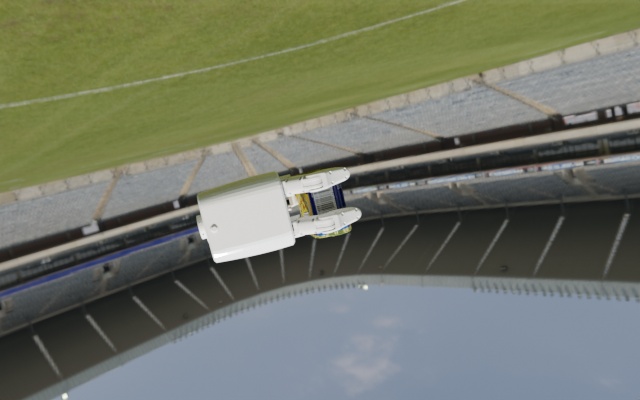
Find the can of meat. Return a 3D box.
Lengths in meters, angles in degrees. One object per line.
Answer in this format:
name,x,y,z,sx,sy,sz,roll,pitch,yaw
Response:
can of meat,0.000,0.002,0.664,0.057,0.084,0.102,-15,8,-12
